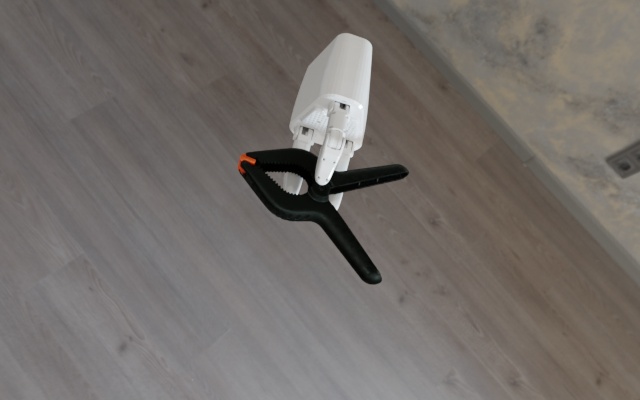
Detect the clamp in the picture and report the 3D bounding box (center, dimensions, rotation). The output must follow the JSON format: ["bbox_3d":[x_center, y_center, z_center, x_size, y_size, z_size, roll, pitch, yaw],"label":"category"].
[{"bbox_3d":[0.000,0.001,0.565,0.210,0.164,0.036,16,-29,-9],"label":"clamp"}]
